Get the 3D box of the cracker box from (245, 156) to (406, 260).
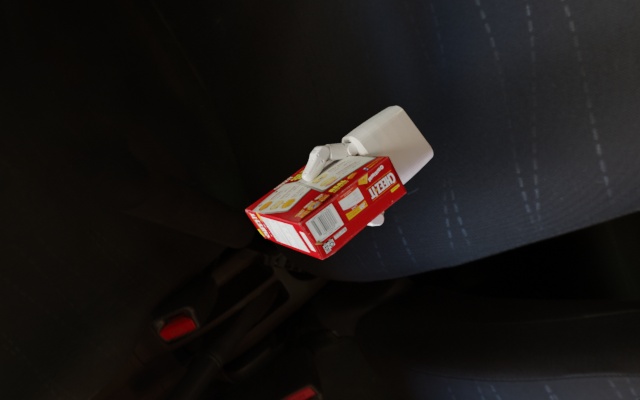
[{"bbox_3d":[0.000,0.002,0.729,0.164,0.072,0.213,-38,19,-20],"label":"cracker box"}]
